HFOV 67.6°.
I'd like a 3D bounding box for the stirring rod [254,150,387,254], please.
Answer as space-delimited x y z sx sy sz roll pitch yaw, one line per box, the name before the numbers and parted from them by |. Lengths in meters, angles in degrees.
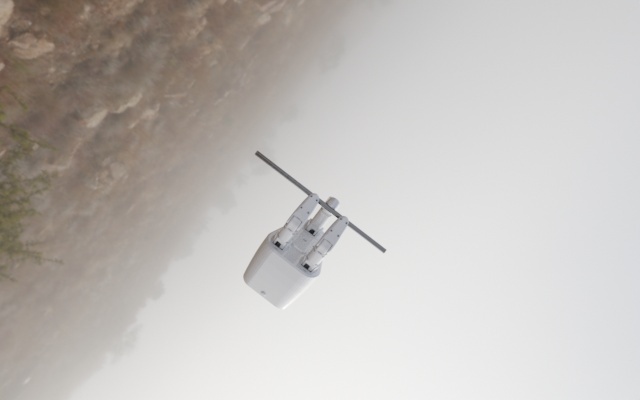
stirring rod | 0.000 0.002 0.706 0.239 0.011 0.011 38 0 0
